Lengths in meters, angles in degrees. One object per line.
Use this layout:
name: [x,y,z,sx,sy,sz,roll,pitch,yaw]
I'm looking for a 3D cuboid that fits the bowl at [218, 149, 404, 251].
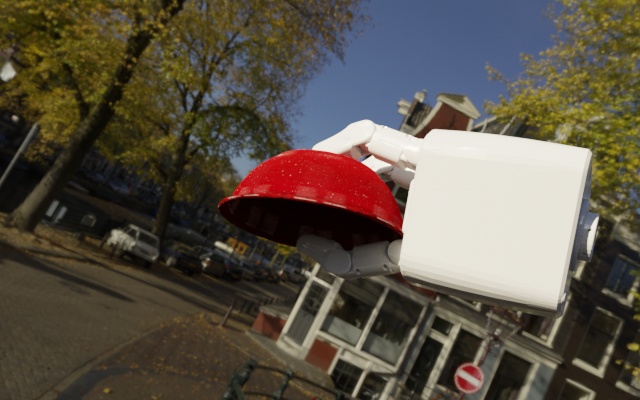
bowl: [-0.001,0.001,0.402,0.162,0.055,0.162,10,-18,3]
